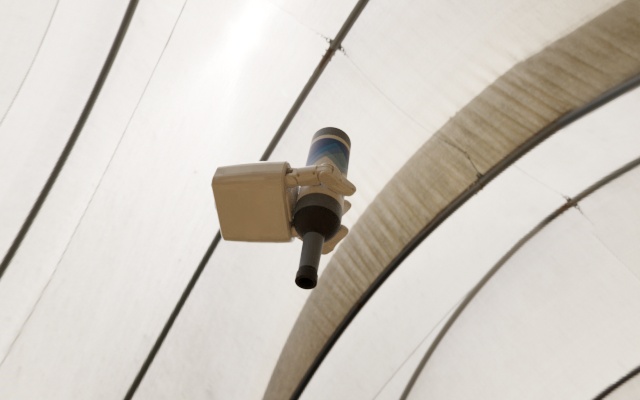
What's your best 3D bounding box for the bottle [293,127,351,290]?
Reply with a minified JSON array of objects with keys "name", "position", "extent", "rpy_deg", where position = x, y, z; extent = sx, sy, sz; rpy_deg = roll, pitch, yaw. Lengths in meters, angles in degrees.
[{"name":"bottle","position":[0.000,0.002,0.680],"extent":[0.069,0.069,0.295],"rpy_deg":[0,41,9]}]
